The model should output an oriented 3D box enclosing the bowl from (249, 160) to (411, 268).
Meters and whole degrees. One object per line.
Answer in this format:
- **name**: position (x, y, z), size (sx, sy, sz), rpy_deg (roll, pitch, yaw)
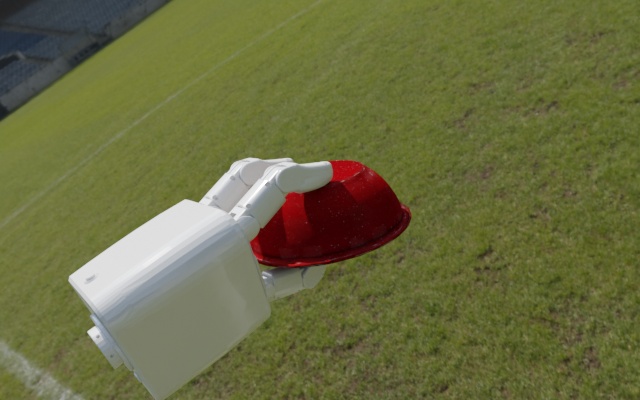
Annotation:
- **bowl**: position (0.001, 0.001, 0.445), size (0.162, 0.055, 0.162), rpy_deg (-10, 17, 3)
